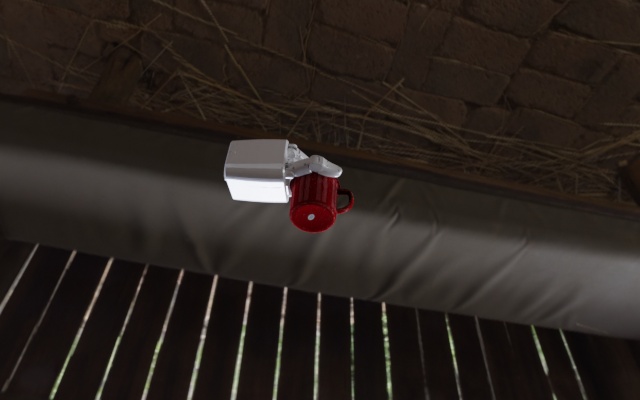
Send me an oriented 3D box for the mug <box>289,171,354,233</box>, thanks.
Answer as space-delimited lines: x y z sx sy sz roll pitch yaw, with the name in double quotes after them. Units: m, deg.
0.002 0.003 0.844 0.117 0.093 0.081 0 45 3 "mug"
